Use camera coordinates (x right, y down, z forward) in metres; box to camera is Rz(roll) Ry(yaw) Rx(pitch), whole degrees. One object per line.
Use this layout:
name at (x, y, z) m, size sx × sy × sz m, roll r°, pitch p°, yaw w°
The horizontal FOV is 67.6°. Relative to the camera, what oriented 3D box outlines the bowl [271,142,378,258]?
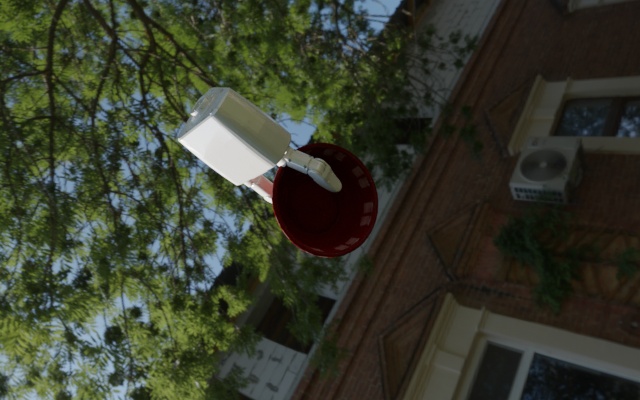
bowl at (0.001, 0.003, 0.684) m, size 0.162 × 0.162 × 0.055 m, roll 0°, pitch -10°, yaw -23°
